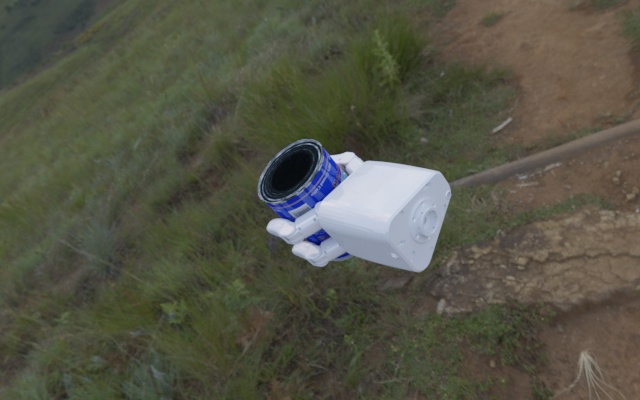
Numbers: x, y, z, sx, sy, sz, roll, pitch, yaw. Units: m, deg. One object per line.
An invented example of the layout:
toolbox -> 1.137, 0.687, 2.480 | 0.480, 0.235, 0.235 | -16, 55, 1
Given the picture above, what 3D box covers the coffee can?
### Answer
coffee can -> 0.000, 0.002, 0.637 | 0.103, 0.102, 0.140 | 0, -35, 44
